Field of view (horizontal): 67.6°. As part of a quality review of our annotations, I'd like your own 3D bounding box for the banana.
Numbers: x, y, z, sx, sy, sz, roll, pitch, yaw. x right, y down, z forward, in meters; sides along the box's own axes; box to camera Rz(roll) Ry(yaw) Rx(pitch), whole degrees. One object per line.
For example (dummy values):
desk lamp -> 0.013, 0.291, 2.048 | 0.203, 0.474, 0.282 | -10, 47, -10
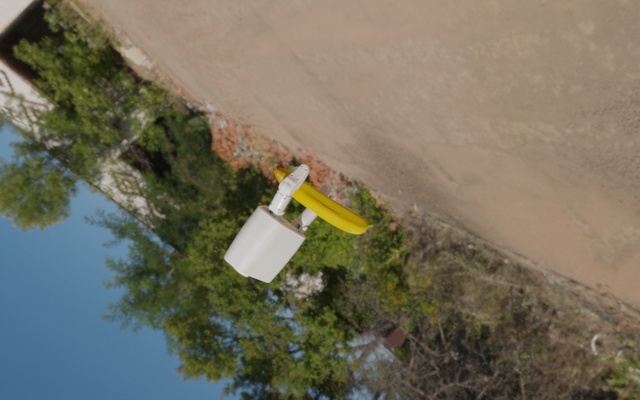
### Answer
banana -> 0.004, 0.007, 0.807 | 0.198, 0.037, 0.069 | 32, 5, -7
